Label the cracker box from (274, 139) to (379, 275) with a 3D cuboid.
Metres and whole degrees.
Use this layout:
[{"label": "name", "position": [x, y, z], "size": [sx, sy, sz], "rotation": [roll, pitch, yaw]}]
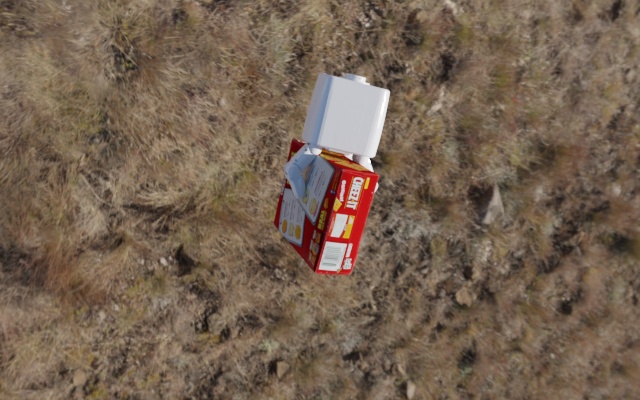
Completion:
[{"label": "cracker box", "position": [0.000, 0.003, 0.784], "size": [0.072, 0.164, 0.213], "rotation": [8, 15, -25]}]
